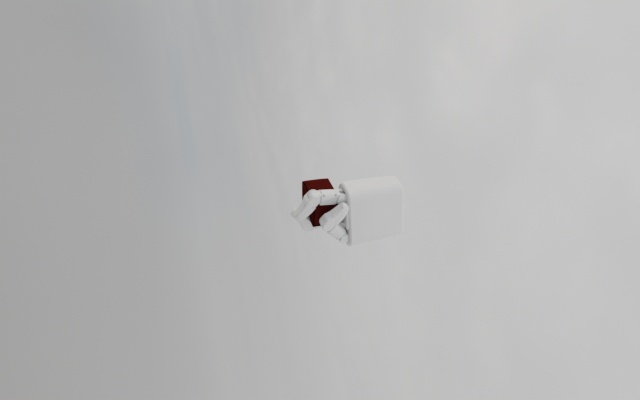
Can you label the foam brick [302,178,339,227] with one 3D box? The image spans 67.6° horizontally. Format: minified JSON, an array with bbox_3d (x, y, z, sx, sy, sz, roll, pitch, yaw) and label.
[{"bbox_3d":[0.000,0.003,0.881,0.051,0.053,0.078,-10,40,-14],"label":"foam brick"}]
